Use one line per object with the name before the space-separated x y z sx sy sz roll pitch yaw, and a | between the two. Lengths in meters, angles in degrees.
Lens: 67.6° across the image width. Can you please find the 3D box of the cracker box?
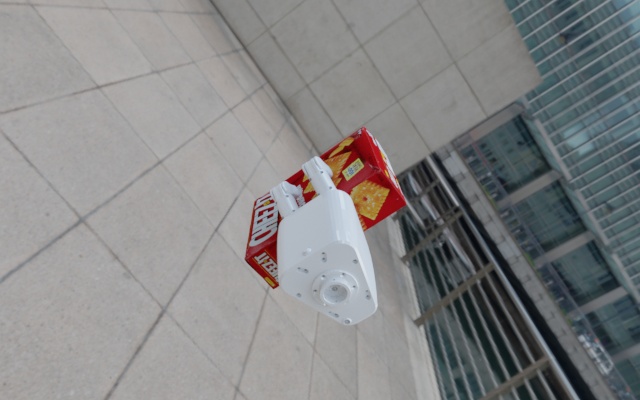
cracker box | 0.000 0.002 0.667 0.214 0.072 0.164 -33 24 15
